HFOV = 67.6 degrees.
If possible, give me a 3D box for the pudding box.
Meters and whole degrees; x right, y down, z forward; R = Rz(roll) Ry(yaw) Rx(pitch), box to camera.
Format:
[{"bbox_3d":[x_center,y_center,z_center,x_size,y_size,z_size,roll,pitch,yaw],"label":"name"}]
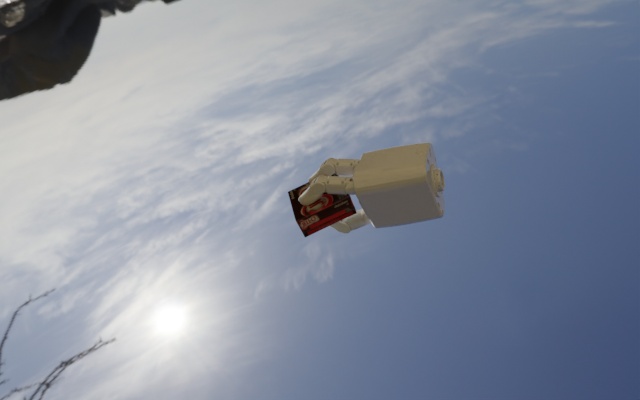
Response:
[{"bbox_3d":[0.000,0.003,0.763,0.090,0.039,0.113,-25,25,1],"label":"pudding box"}]
